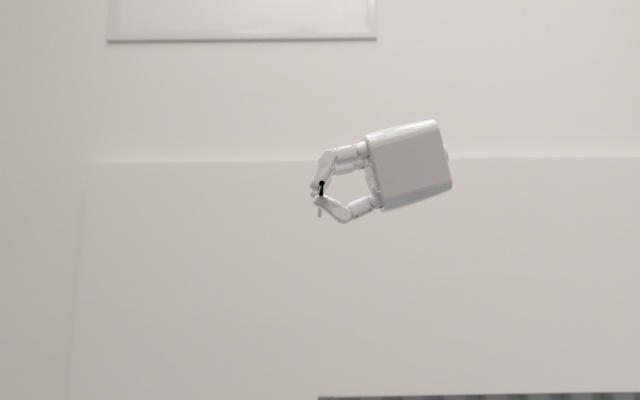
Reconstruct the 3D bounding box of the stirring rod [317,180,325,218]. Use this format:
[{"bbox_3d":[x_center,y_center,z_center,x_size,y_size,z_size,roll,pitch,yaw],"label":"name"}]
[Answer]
[{"bbox_3d":[0.000,0.002,0.742,0.011,0.011,0.239,0,-12,-1],"label":"stirring rod"}]
